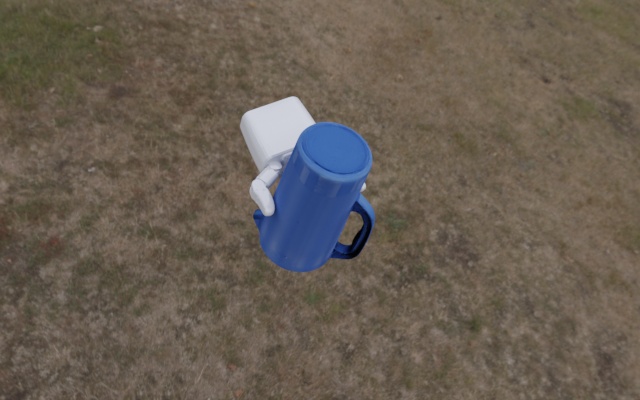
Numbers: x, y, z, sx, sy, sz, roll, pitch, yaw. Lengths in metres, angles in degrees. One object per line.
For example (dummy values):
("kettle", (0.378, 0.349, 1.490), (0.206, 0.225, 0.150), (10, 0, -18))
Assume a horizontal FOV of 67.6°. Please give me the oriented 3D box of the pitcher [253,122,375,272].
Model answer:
("pitcher", (0.000, 0.002, 0.736), (0.149, 0.145, 0.243), (-14, -29, -27))
